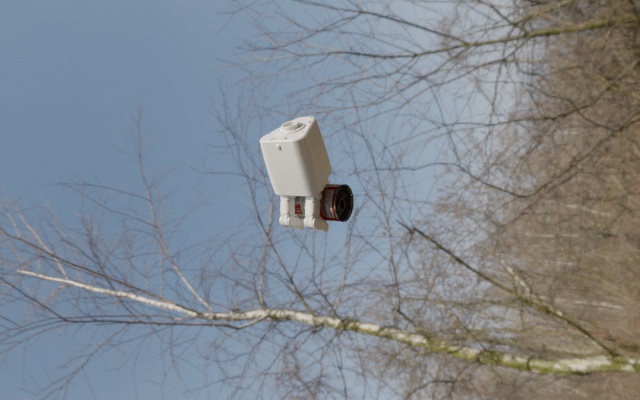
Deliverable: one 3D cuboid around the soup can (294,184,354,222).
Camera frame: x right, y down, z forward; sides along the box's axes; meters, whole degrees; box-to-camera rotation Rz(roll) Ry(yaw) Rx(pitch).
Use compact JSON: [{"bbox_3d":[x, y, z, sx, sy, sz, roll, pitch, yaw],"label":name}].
[{"bbox_3d":[0.000,0.003,0.874,0.102,0.068,0.068,2,1,32],"label":"soup can"}]
